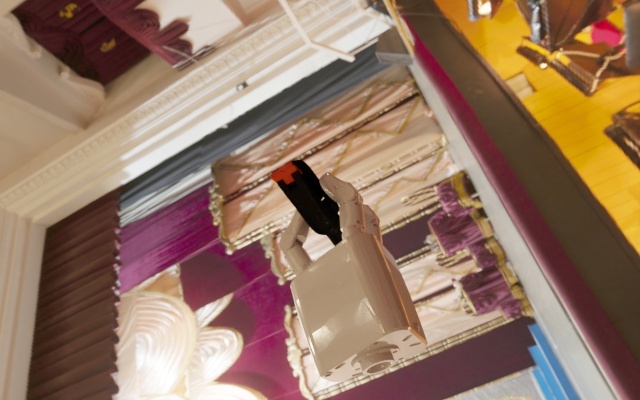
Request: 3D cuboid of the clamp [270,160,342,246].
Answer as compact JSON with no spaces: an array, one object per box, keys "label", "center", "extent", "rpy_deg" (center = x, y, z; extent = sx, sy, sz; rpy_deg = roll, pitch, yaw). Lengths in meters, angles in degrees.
[{"label":"clamp","center":[-0.001,0.002,0.576],"extent":[0.036,0.164,0.210],"rpy_deg":[-31,-38,10]}]
